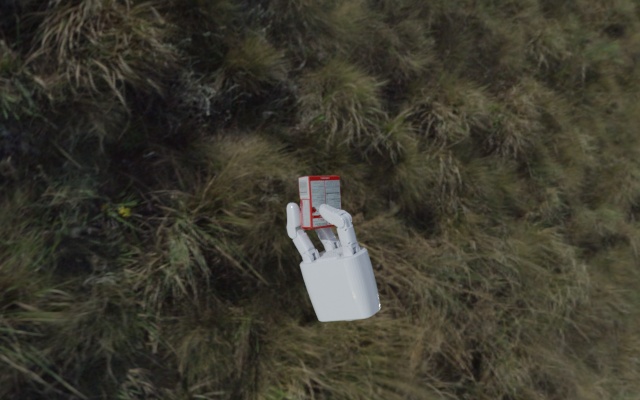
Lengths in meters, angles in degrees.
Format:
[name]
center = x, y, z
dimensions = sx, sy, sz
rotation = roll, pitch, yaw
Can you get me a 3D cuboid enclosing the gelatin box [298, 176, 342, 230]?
[gelatin box]
center = 0.000, 0.002, 0.811
dimensions = 0.073, 0.089, 0.030
rotation = -4, 1, -43
